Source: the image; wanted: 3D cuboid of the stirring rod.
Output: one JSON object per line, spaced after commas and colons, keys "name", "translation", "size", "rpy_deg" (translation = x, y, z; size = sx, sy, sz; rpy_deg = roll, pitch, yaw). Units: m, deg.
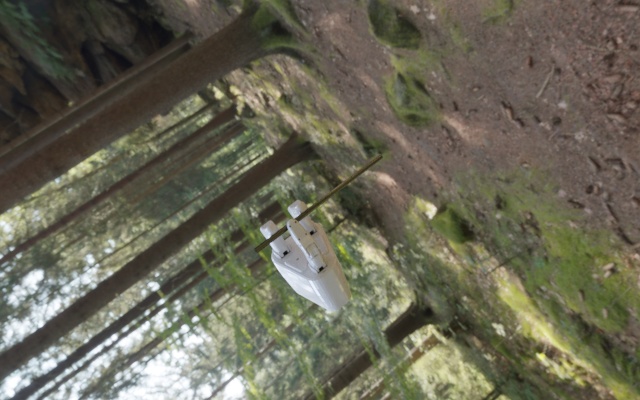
{"name": "stirring rod", "translation": [0.000, 0.002, 0.714], "size": [0.239, 0.011, 0.011], "rpy_deg": [-37, 9, -12]}
